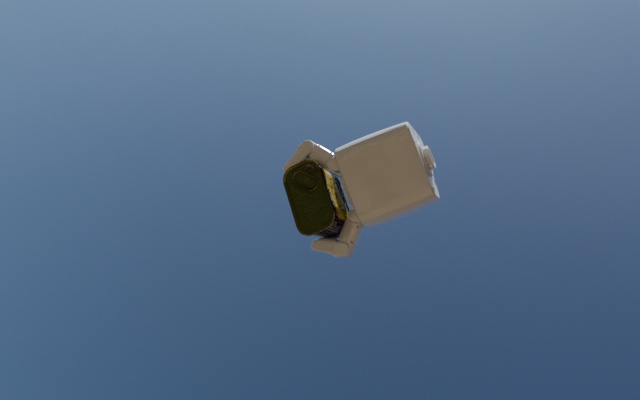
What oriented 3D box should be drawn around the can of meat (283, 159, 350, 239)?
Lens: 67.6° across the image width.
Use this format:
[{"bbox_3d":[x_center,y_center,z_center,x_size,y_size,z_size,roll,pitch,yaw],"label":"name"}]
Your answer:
[{"bbox_3d":[0.000,0.002,0.672,0.057,0.102,0.084,-25,-19,19],"label":"can of meat"}]
